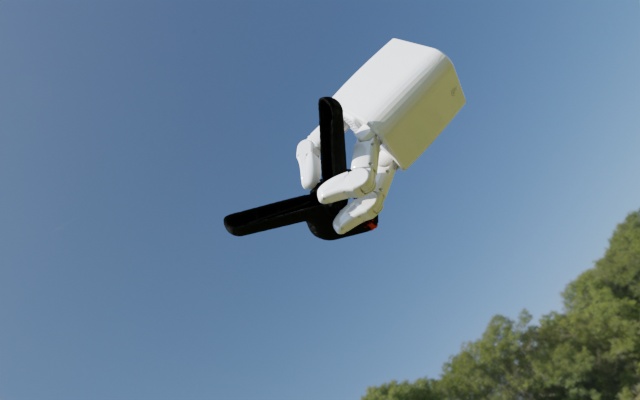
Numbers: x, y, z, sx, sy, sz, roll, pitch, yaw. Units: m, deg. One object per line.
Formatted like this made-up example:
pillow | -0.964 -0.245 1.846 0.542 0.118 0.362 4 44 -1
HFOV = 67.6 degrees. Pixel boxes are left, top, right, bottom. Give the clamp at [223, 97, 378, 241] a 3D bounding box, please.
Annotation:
clamp | 0.000 0.001 0.529 0.036 0.164 0.210 46 2 37
